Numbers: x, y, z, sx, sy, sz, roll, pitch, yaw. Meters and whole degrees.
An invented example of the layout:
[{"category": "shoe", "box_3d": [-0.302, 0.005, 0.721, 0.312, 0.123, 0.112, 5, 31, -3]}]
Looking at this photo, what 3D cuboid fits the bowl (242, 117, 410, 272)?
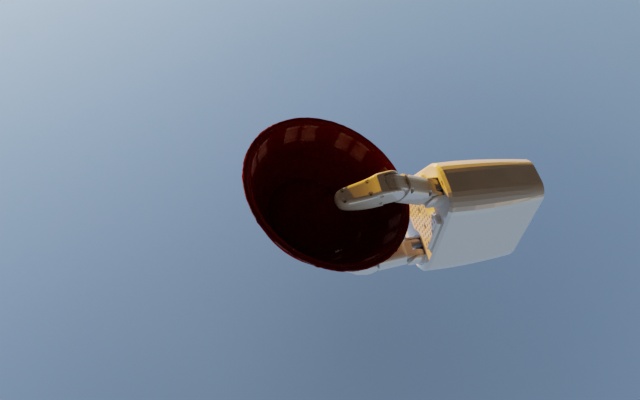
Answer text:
[{"category": "bowl", "box_3d": [-0.001, 0.001, 0.448, 0.162, 0.162, 0.055, 0, -30, -25]}]
